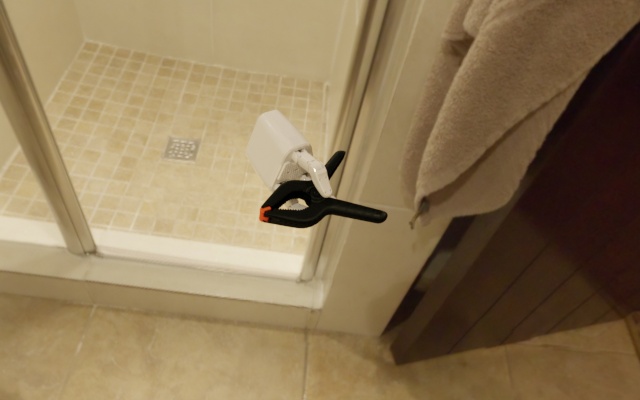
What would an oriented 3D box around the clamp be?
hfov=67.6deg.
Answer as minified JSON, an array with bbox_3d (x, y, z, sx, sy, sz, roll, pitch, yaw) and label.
[{"bbox_3d":[0.000,0.002,0.806,0.210,0.164,0.036,-23,-31,-27],"label":"clamp"}]
